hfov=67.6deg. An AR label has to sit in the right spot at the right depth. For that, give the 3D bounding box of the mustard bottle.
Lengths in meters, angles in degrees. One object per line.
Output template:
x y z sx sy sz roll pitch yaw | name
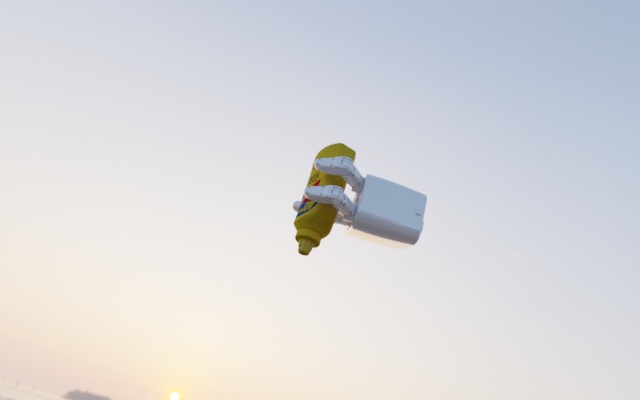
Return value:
0.000 0.002 0.778 0.058 0.191 0.096 30 -31 -21 | mustard bottle
